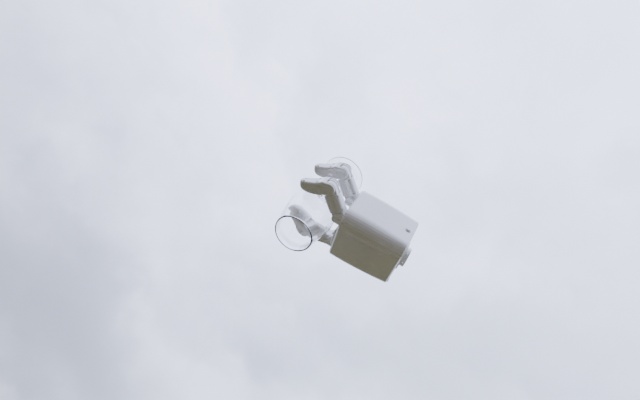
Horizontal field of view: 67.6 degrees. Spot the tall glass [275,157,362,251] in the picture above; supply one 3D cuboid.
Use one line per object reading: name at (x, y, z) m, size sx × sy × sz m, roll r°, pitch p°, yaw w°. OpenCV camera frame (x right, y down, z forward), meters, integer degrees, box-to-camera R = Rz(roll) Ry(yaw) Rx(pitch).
tall glass at (0.000, 0.002, 0.777) m, size 0.079 × 0.079 × 0.201 m, roll 0°, pitch 28°, yaw 28°
